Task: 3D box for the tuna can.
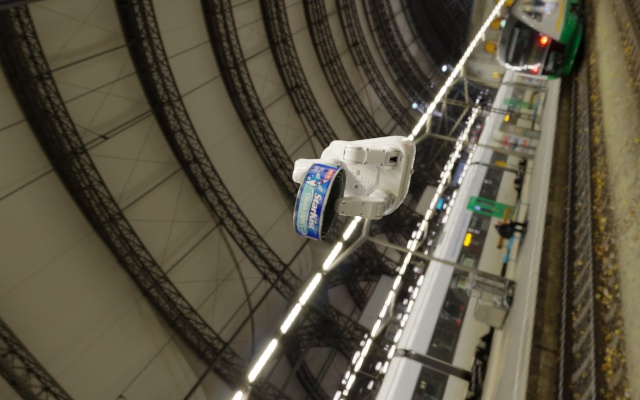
[{"bbox_3d":[0.000,0.002,0.538,0.034,0.086,0.086,15,3,13],"label":"tuna can"}]
